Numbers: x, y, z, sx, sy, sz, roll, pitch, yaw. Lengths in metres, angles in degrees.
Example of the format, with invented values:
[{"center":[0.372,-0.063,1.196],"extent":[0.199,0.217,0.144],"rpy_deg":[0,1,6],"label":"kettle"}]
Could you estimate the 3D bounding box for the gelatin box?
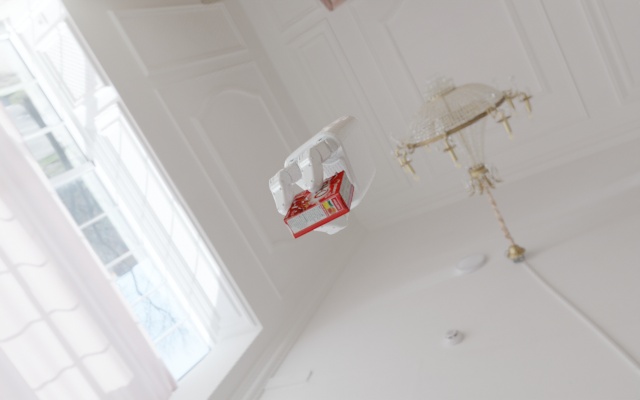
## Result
[{"center":[0.000,0.002,0.569],"extent":[0.073,0.030,0.089],"rpy_deg":[-27,15,16],"label":"gelatin box"}]
